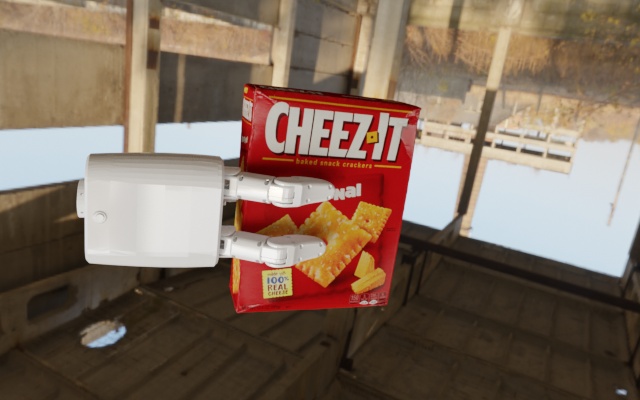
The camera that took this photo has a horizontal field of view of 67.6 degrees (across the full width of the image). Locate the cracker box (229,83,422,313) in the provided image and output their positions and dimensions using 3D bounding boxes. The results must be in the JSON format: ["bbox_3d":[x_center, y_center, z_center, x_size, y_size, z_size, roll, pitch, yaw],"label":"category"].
[{"bbox_3d":[0.000,0.002,0.479,0.164,0.214,0.072,2,16,-18],"label":"cracker box"}]
